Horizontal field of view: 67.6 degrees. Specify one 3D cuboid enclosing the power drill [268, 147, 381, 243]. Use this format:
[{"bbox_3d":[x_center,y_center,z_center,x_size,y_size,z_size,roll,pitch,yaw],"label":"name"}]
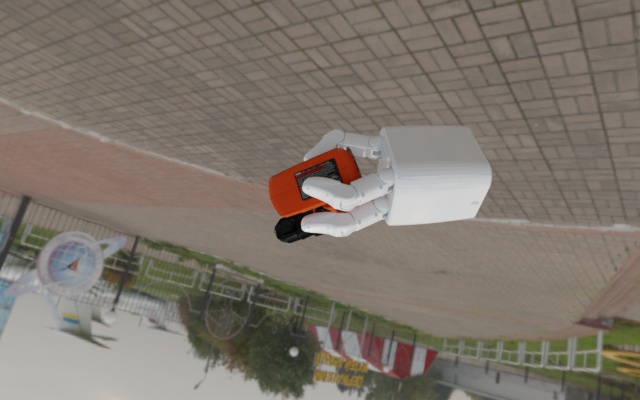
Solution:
[{"bbox_3d":[0.000,0.002,0.623,0.184,0.057,0.188,-24,-15,10],"label":"power drill"}]
